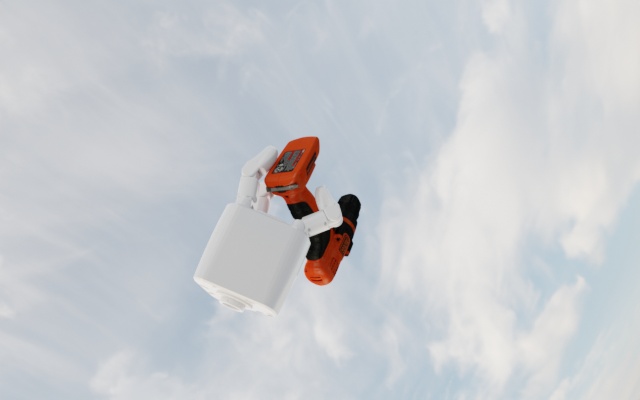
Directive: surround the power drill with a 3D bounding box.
[{"bbox_3d":[0.000,0.002,0.705,0.057,0.188,0.184,-8,36,29],"label":"power drill"}]
